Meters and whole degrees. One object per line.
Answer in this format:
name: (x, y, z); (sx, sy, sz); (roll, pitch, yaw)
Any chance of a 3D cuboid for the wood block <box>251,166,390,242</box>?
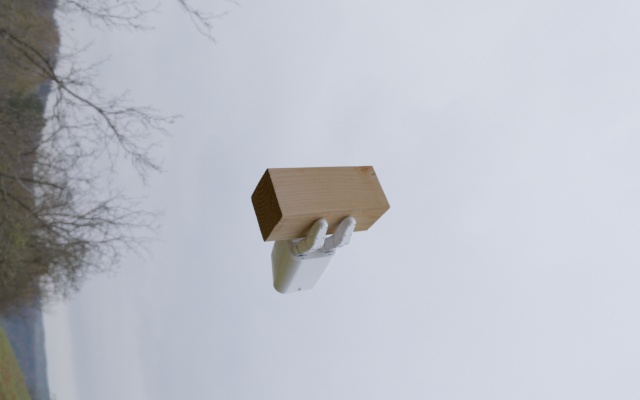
wood block: (0.000, 0.003, 0.811); (0.206, 0.090, 0.090); (-4, -30, -31)
